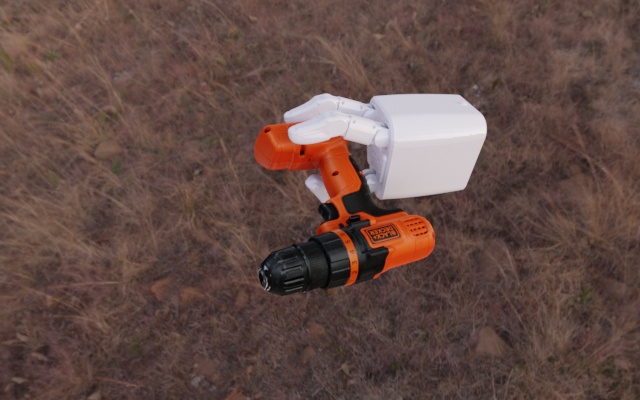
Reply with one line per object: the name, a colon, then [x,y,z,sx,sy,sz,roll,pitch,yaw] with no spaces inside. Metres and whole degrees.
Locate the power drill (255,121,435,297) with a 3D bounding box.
power drill: [0.000,0.001,0.483,0.184,0.187,0.057,-10,-35,-30]
